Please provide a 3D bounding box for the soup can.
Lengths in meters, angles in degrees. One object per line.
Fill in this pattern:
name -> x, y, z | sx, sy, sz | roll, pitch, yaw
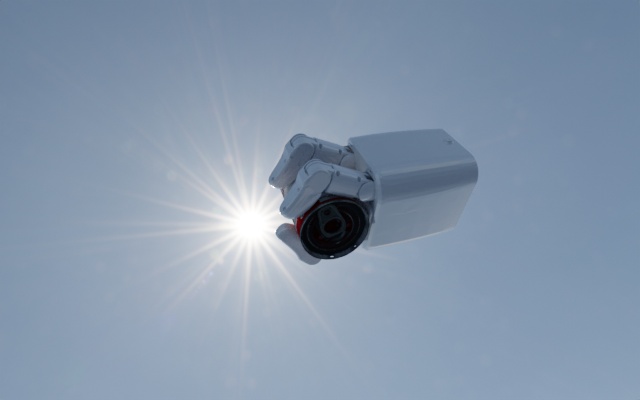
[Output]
soup can -> 0.000, 0.002, 0.484 | 0.068, 0.068, 0.102 | 0, 33, -19
